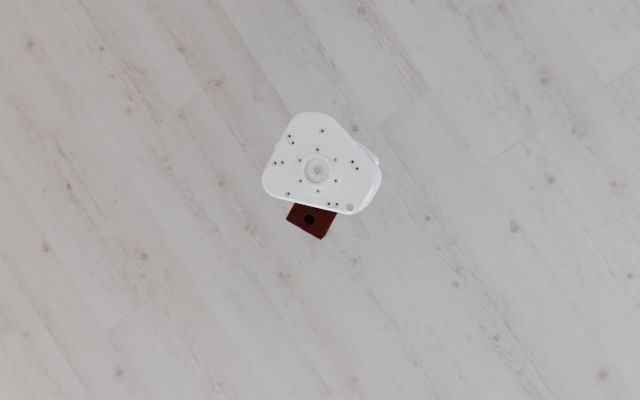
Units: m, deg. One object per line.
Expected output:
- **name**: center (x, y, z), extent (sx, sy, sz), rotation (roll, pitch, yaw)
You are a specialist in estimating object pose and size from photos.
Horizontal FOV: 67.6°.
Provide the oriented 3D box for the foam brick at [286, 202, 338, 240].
- **foam brick**: center (0.000, 0.002, 0.602), extent (0.053, 0.078, 0.051), rotation (30, 10, 4)
